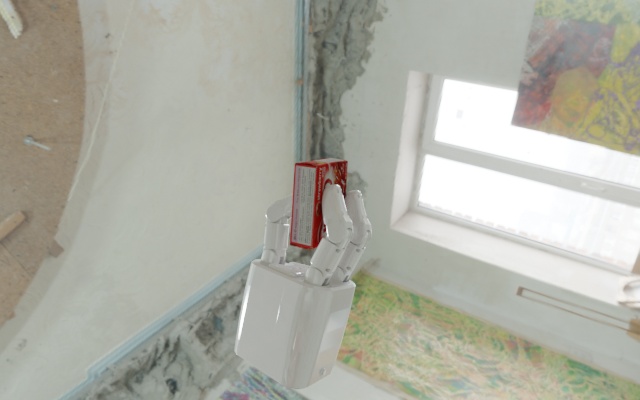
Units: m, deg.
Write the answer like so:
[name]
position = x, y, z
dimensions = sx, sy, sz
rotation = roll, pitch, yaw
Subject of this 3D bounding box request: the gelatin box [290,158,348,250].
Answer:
[gelatin box]
position = 0.000, 0.001, 0.510
dimensions = 0.030, 0.089, 0.073
rotation = 9, 12, 27
